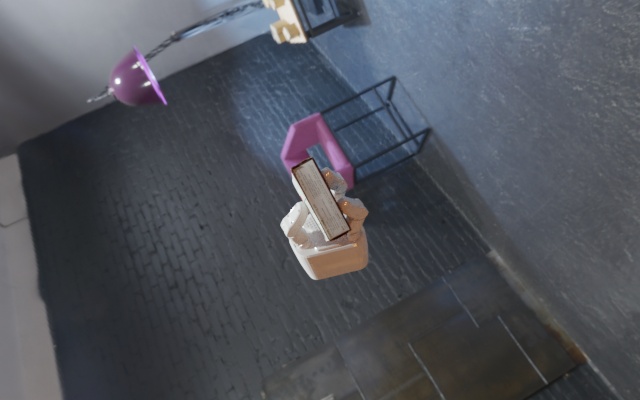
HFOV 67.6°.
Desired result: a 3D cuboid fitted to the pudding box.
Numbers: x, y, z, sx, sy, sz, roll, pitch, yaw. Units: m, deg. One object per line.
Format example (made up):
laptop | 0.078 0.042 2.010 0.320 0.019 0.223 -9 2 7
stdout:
pudding box | 0.000 0.002 0.663 0.039 0.113 0.090 -30 -4 -5
